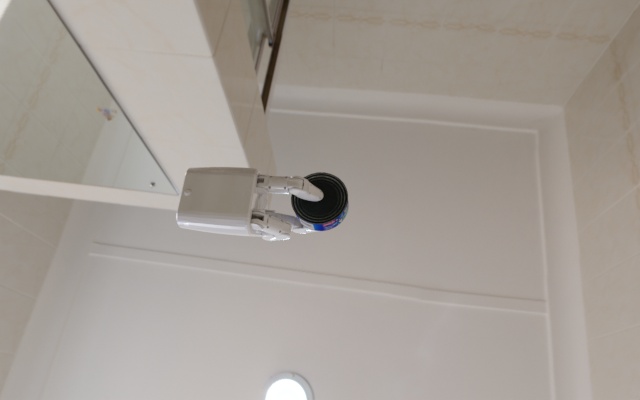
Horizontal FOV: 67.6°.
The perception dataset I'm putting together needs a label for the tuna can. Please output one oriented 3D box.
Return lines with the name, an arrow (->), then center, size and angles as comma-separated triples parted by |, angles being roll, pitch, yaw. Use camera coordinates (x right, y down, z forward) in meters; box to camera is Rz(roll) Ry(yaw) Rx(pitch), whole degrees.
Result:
tuna can -> 0.000, 0.003, 0.723 | 0.086, 0.086, 0.034 | 0, -25, 7
